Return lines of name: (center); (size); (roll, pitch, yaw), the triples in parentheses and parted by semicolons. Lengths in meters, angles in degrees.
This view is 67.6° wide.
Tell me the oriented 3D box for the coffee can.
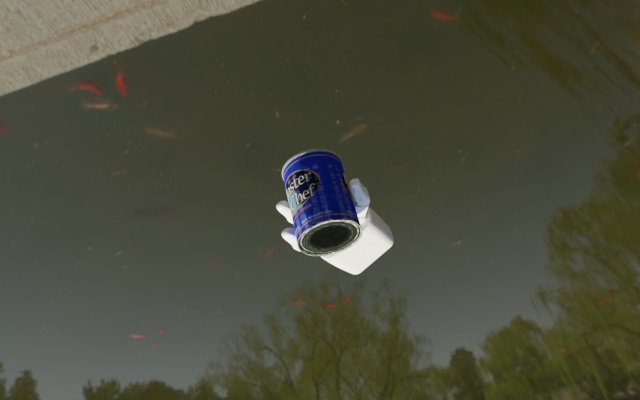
coffee can: (0.000, 0.002, 0.761); (0.103, 0.140, 0.103); (-10, -35, -7)
